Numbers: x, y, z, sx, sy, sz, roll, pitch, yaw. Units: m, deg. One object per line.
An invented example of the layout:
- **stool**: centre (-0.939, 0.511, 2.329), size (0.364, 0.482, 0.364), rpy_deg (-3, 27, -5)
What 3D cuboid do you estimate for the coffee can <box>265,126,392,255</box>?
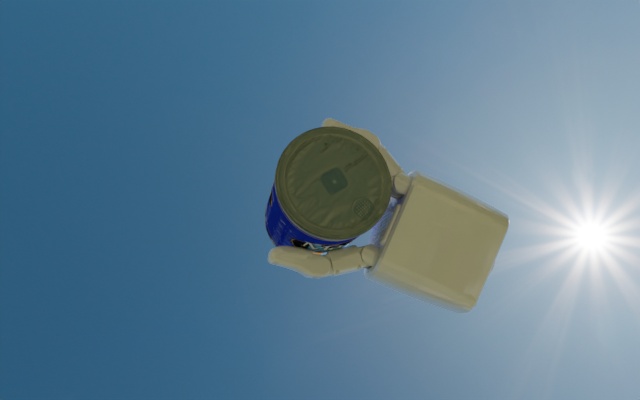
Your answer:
- **coffee can**: centre (0.000, 0.001, 0.475), size (0.103, 0.102, 0.140), rpy_deg (0, -15, -11)
